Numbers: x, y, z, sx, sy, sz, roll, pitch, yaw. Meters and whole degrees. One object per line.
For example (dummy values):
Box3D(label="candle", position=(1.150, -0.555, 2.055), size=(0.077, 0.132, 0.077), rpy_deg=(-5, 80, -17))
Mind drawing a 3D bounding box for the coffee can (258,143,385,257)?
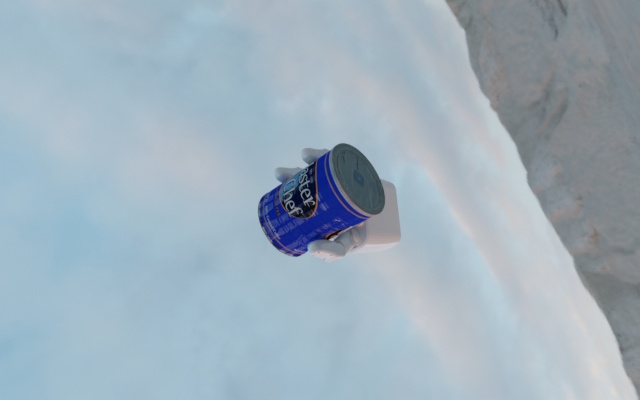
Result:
Box3D(label="coffee can", position=(0.000, 0.002, 0.639), size=(0.140, 0.102, 0.103), rpy_deg=(-31, -18, 33))
